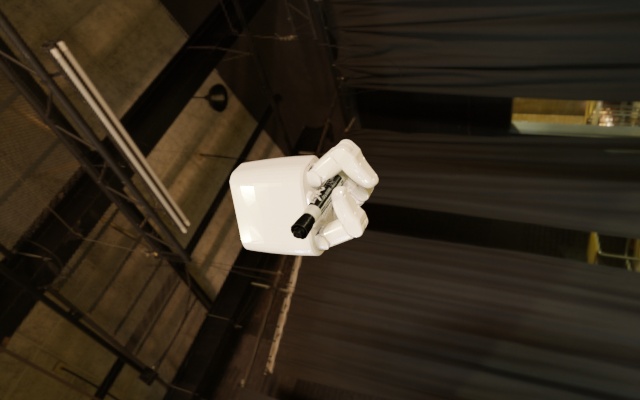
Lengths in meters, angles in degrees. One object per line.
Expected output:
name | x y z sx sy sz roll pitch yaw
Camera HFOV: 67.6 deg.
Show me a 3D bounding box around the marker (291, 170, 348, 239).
marker | 0.000 0.002 0.510 0.020 0.020 0.121 0 33 27
